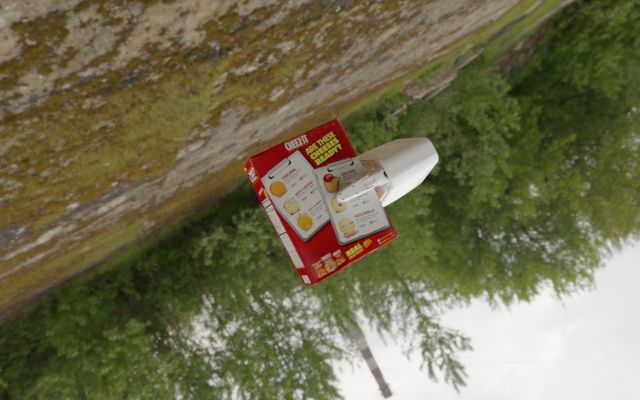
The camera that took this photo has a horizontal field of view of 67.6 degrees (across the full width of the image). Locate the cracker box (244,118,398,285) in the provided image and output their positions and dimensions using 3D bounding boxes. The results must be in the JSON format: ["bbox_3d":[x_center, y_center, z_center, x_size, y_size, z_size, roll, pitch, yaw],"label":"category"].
[{"bbox_3d":[0.000,0.003,0.759,0.164,0.213,0.072,-27,-1,-22],"label":"cracker box"}]
